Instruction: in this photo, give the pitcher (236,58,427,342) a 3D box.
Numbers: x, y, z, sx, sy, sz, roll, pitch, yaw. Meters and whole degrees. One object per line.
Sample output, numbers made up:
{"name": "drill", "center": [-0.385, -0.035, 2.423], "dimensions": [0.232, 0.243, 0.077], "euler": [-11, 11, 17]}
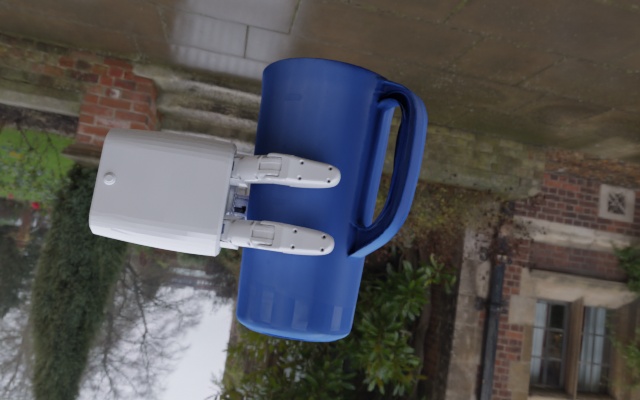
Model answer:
{"name": "pitcher", "center": [0.000, 0.001, 0.446], "dimensions": [0.145, 0.243, 0.149], "euler": [9, -6, -7]}
